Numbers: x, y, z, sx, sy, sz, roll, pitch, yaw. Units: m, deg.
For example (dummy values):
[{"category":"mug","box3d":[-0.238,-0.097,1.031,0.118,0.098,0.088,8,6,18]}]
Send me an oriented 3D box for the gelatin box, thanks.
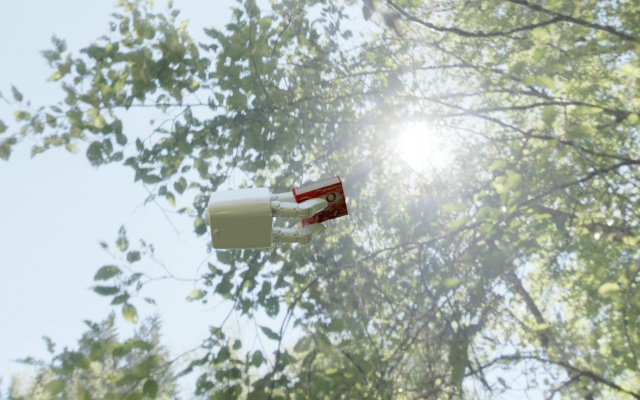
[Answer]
[{"category":"gelatin box","box3d":[0.000,0.003,0.864,0.089,0.073,0.030,-17,32,-5]}]
